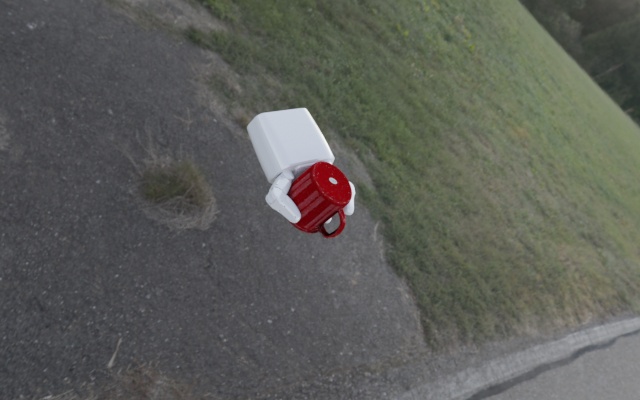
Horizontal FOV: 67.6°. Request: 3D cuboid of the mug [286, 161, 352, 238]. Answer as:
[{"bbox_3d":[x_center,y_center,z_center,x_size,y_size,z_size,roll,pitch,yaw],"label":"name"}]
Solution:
[{"bbox_3d":[0.001,0.004,0.744,0.093,0.117,0.081,-7,-26,-49],"label":"mug"}]
